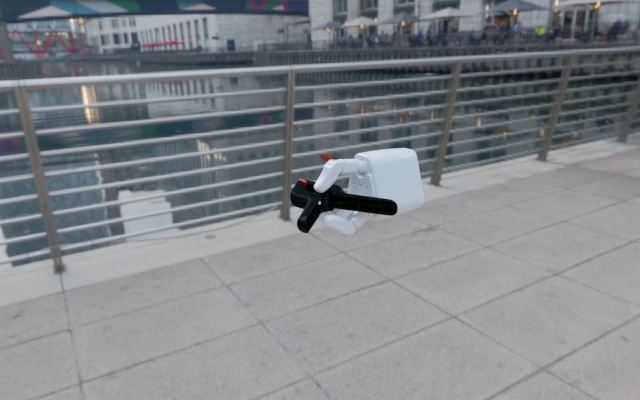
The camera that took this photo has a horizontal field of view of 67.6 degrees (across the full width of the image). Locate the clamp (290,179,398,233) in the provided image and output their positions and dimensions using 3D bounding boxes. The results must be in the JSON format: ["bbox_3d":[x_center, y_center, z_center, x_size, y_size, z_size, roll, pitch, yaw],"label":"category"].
[{"bbox_3d":[0.000,0.002,0.783,0.164,0.036,0.210,-12,20,-29],"label":"clamp"}]
